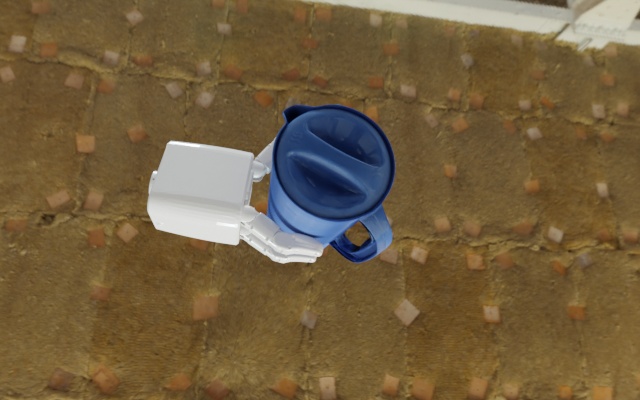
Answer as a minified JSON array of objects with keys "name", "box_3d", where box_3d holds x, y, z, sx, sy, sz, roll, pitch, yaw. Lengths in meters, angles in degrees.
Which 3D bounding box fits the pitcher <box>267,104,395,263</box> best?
[{"name":"pitcher","box_3d":[0.000,0.002,0.605,0.145,0.149,0.243,10,-20,-7]}]
